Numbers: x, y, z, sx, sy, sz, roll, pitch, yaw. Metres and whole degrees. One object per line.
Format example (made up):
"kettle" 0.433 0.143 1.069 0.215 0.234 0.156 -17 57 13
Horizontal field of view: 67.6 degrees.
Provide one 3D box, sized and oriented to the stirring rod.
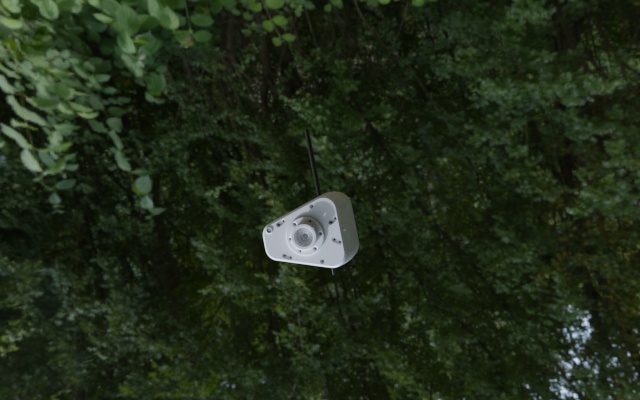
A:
"stirring rod" 0.000 0.002 0.779 0.011 0.239 0.011 -11 0 0
